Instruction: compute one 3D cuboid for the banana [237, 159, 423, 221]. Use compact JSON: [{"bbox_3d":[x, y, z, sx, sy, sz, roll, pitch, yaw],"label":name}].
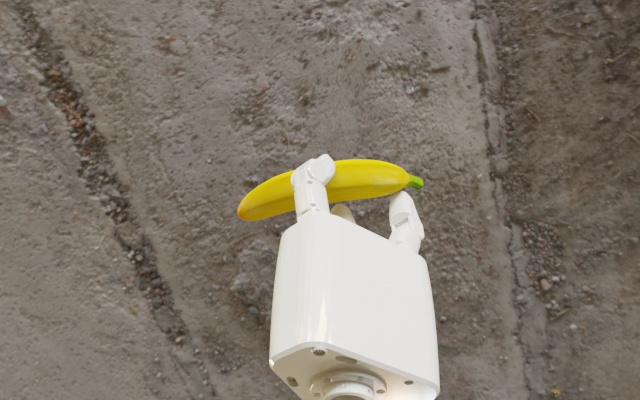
[{"bbox_3d":[-0.002,-0.008,0.466,0.198,0.037,0.070,-8,-31,15],"label":"banana"}]
